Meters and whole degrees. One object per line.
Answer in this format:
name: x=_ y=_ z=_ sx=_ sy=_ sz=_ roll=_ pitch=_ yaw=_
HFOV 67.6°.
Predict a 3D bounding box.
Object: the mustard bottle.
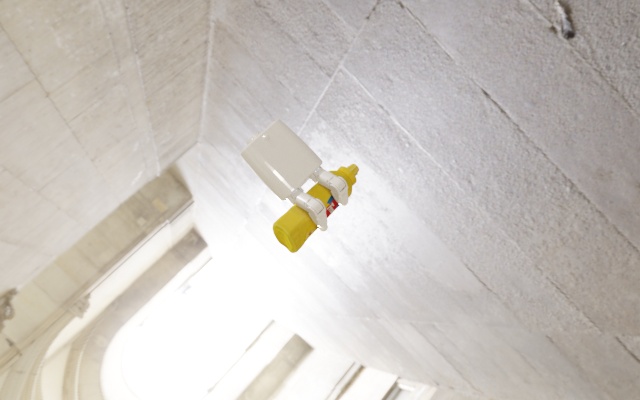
mustard bottle: x=0.000 y=0.003 z=0.836 sx=0.058 sy=0.191 sz=0.096 roll=38 pitch=-20 yaw=18
